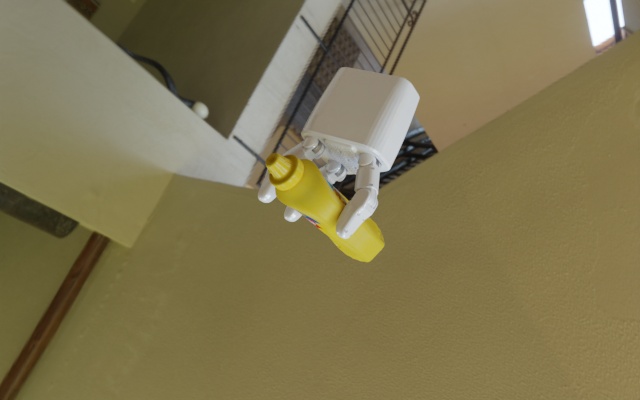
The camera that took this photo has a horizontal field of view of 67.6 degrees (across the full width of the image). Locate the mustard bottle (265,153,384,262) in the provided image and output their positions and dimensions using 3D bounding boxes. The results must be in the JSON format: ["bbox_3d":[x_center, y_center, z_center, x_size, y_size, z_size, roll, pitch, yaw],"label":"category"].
[{"bbox_3d":[0.000,0.002,0.575,0.192,0.058,0.096,42,3,-43],"label":"mustard bottle"}]
